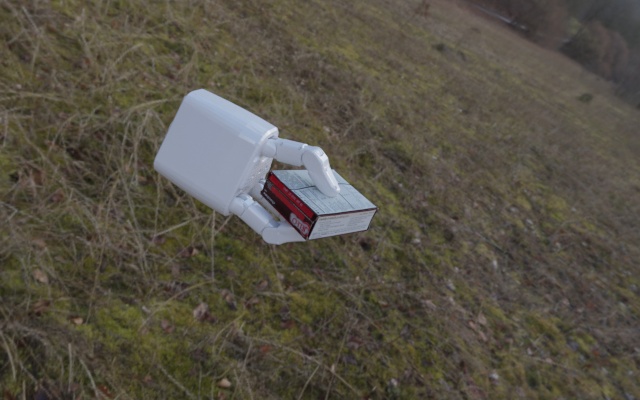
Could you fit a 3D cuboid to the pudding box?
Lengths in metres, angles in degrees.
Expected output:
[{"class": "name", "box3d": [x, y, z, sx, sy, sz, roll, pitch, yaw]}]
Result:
[{"class": "pudding box", "box3d": [0.000, 0.002, 0.560, 0.113, 0.039, 0.090, -7, 41, -46]}]
